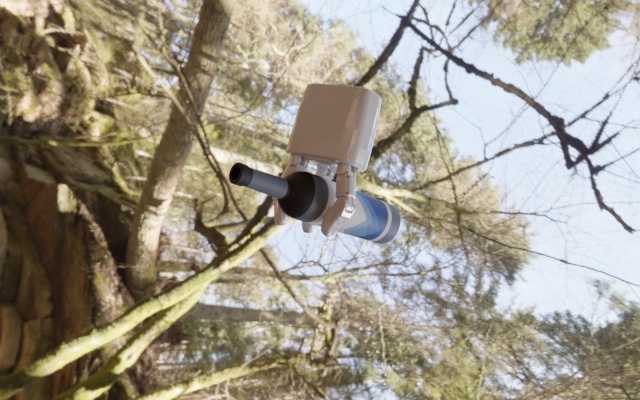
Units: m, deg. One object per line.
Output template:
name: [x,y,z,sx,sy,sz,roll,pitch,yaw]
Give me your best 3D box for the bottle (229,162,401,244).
bottle: [0.000,0.002,0.671,0.069,0.069,0.296,0,-14,46]
